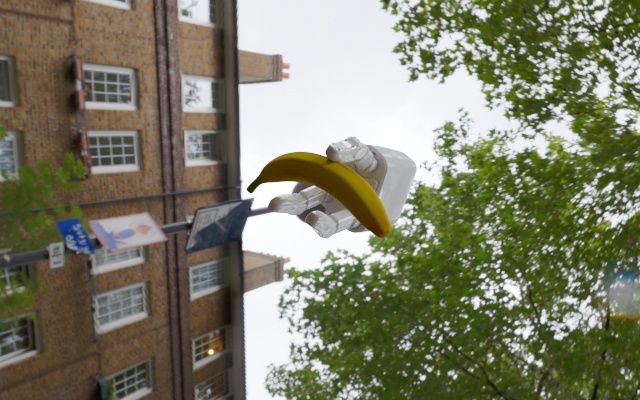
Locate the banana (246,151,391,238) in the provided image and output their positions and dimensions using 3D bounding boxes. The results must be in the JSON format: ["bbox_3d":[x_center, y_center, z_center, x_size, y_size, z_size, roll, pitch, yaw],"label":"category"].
[{"bbox_3d":[0.002,-0.017,0.552,0.198,0.069,0.037,17,6,32],"label":"banana"}]
